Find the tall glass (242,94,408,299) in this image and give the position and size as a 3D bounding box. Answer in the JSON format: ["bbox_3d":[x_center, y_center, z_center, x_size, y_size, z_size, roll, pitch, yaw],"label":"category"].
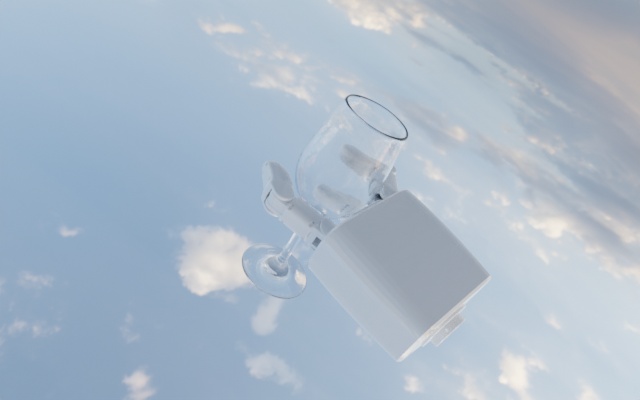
[{"bbox_3d":[0.000,0.002,0.447,0.079,0.201,0.079,24,32,-16],"label":"tall glass"}]
